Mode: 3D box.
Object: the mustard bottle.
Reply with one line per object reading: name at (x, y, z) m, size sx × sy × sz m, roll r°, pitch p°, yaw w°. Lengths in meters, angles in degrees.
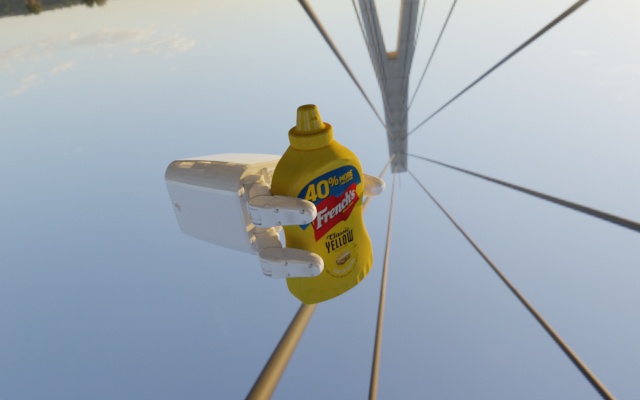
mustard bottle at (0.000, 0.002, 0.463) m, size 0.096 × 0.192 × 0.058 m, roll -24°, pitch 31°, yaw -27°
